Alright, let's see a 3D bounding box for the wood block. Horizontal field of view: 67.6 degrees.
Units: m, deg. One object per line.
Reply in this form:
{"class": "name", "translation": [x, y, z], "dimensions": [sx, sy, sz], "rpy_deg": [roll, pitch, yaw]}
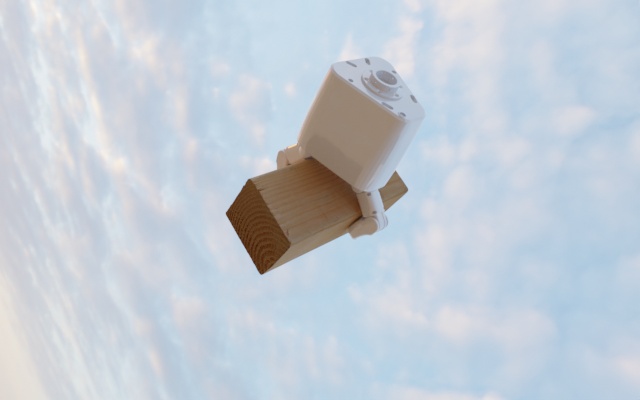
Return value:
{"class": "wood block", "translation": [0.001, 0.002, 0.601], "dimensions": [0.206, 0.091, 0.090], "rpy_deg": [-22, -16, -39]}
